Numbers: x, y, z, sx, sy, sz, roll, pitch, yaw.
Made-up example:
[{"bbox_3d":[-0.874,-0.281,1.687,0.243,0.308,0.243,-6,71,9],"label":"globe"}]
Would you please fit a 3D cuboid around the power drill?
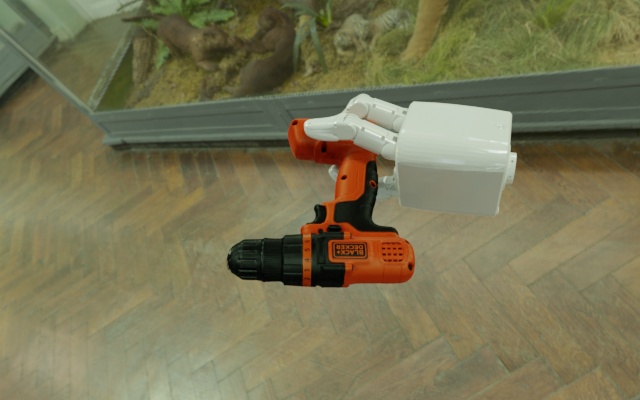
[{"bbox_3d":[0.000,0.001,0.506,0.184,0.187,0.057,2,-29,-4],"label":"power drill"}]
